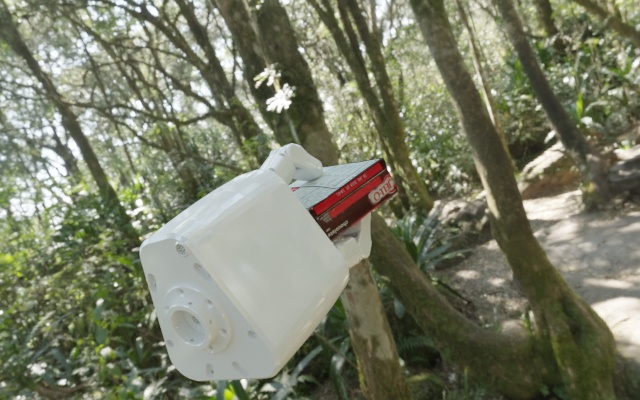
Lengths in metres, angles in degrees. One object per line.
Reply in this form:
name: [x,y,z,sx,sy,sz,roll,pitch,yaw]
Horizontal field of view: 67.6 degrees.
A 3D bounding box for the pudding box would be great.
pudding box: [0.000,0.001,0.430,0.090,0.039,0.113,-33,17,-28]
